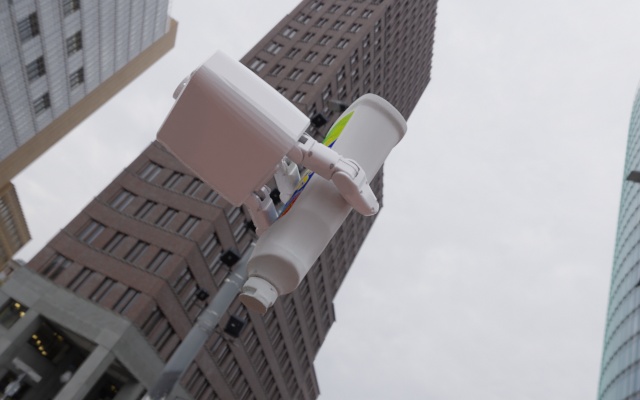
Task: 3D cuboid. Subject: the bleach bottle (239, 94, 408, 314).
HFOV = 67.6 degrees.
[{"bbox_3d":[0.000,0.002,0.483,0.068,0.250,0.102,40,-36,-10],"label":"bleach bottle"}]
